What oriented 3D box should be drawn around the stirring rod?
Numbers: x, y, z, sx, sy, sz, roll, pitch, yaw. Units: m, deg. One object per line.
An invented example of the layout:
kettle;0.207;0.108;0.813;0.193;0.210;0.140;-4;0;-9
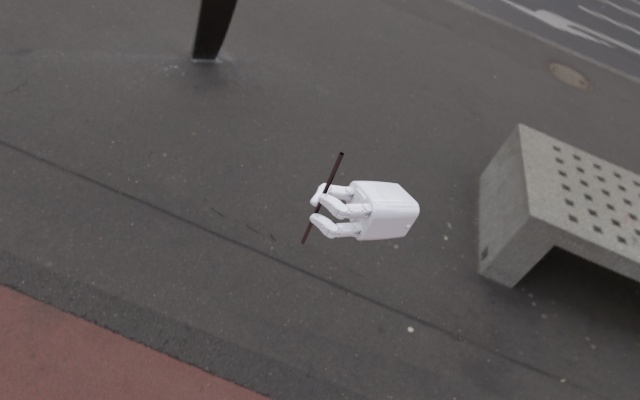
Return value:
stirring rod;0.000;0.003;0.890;0.011;0.011;0.240;0;-43;-24
